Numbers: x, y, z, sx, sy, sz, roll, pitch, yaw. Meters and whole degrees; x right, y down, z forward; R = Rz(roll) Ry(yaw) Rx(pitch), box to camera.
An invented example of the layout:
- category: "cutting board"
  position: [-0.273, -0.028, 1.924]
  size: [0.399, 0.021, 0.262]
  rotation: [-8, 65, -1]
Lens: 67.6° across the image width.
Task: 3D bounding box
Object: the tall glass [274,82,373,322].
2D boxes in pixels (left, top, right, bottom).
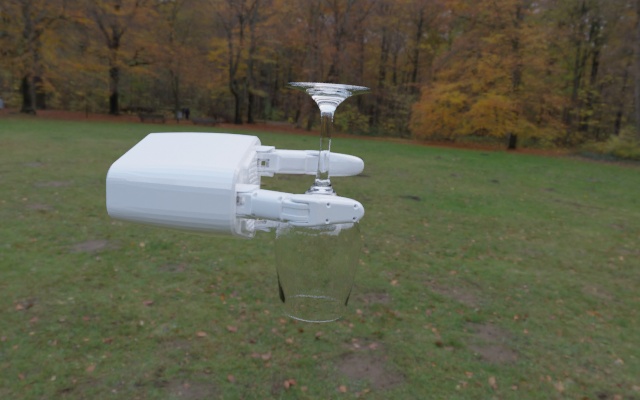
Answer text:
- category: "tall glass"
  position: [0.000, 0.001, 0.423]
  size: [0.079, 0.201, 0.079]
  rotation: [4, 10, -1]
